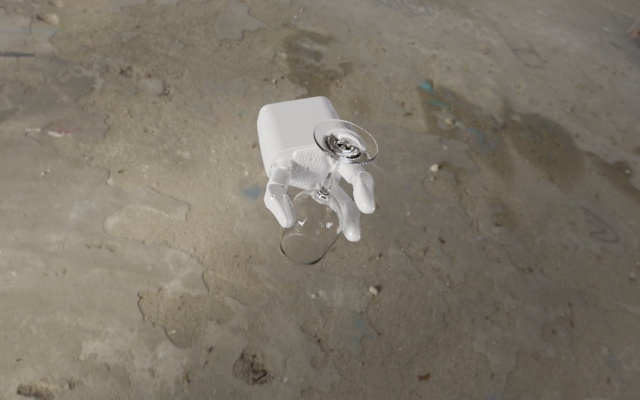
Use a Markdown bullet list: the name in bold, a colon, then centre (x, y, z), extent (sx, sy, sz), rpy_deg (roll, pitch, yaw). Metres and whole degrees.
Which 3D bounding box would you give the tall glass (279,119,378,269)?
- **tall glass**: centre (0.000, 0.002, 0.588), extent (0.079, 0.079, 0.201), rpy_deg (0, -43, -22)
